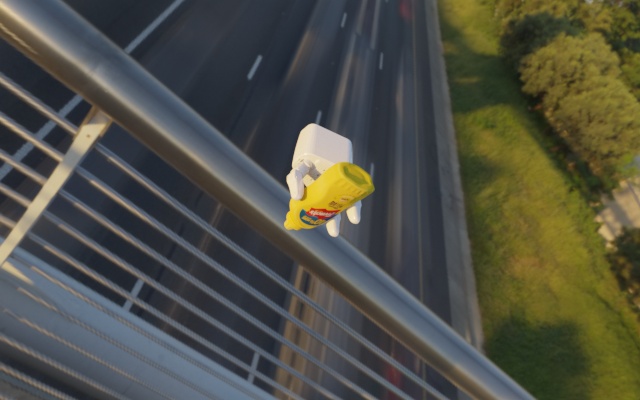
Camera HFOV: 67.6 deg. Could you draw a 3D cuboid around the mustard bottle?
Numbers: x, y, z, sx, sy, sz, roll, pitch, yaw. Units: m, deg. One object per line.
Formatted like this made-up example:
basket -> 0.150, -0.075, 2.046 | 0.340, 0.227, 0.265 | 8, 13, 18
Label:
mustard bottle -> 0.000, 0.003, 0.884 | 0.096, 0.058, 0.192 | 16, -41, -44
